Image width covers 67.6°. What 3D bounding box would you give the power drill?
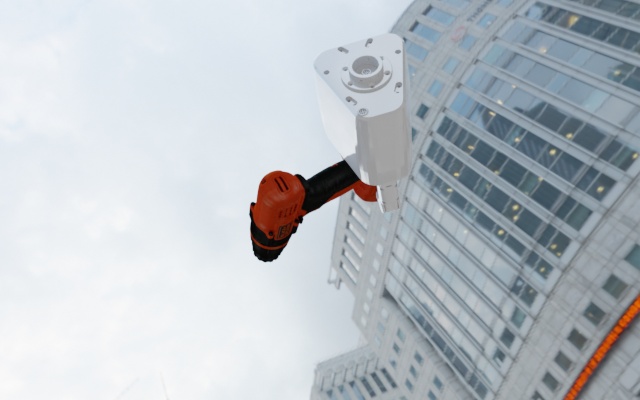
[{"bbox_3d":[0.000,0.002,0.590,0.187,0.057,0.184,-26,-19,-23],"label":"power drill"}]
